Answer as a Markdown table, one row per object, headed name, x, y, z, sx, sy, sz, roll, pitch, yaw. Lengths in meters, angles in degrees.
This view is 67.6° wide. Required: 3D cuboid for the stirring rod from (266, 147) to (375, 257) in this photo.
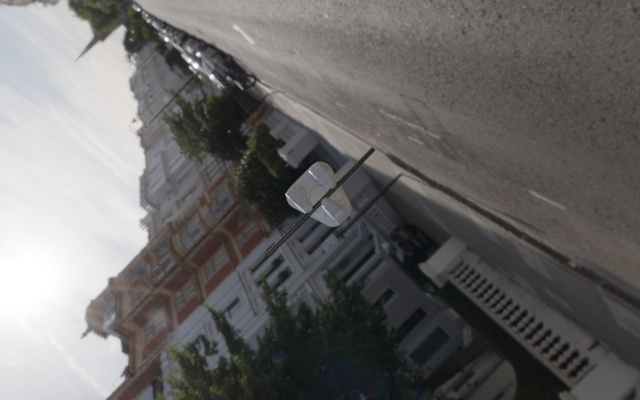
| name | x | y | z | sx | sy | sz | roll | pitch | yaw |
| --- | --- | --- | --- | --- | --- | --- | --- | --- | --- |
| stirring rod | 0.000 | 0.002 | 0.764 | 0.011 | 0.239 | 0.011 | 45 | 1 | -1 |
